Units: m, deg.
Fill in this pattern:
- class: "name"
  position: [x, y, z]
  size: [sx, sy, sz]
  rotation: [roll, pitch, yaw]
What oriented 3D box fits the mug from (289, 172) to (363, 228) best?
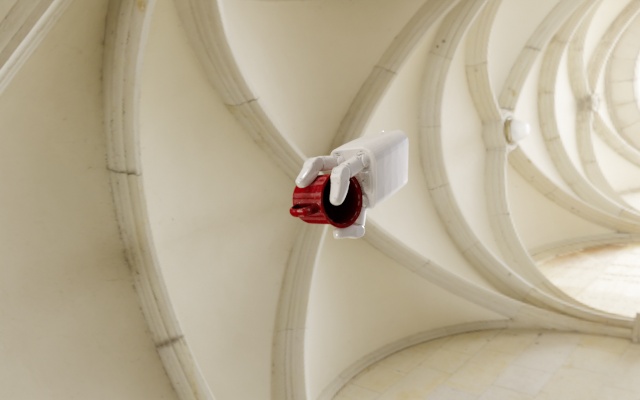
- class: "mug"
  position: [-0.001, 0.003, 0.773]
  size: [0.117, 0.093, 0.081]
  rotation: [-28, 17, -38]
